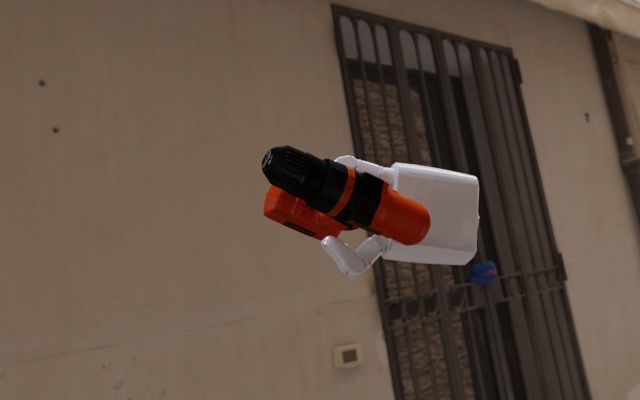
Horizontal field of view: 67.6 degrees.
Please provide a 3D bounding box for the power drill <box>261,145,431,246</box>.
[{"bbox_3d":[0.000,0.002,0.527,0.184,0.057,0.187,25,-12,-20],"label":"power drill"}]
